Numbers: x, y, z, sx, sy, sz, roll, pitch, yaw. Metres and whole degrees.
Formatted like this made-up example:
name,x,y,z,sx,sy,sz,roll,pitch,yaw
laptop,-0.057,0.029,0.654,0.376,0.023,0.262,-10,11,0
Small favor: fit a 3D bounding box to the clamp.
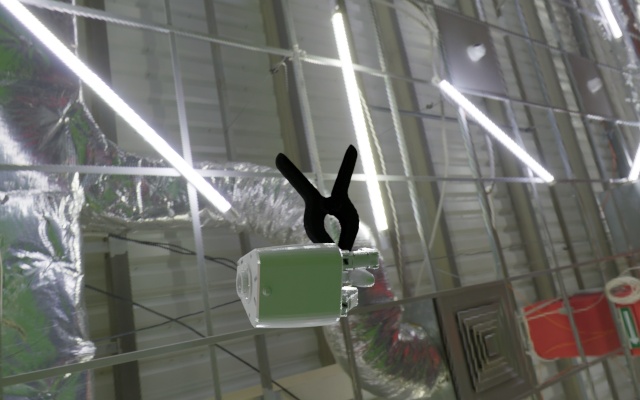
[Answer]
name,x,y,z,sx,sy,sz,roll,pitch,yaw
clamp,0.000,0.002,0.661,0.120,0.171,0.039,-2,-16,-10
